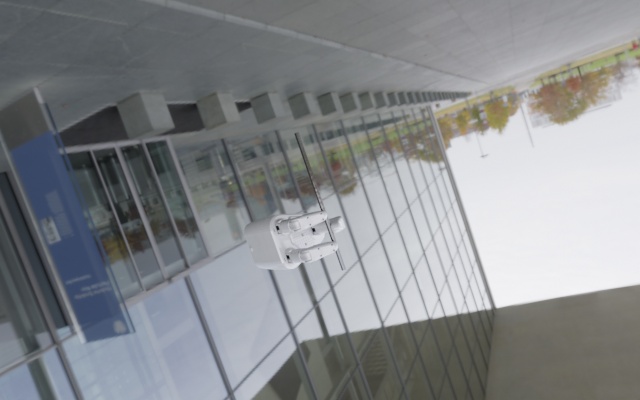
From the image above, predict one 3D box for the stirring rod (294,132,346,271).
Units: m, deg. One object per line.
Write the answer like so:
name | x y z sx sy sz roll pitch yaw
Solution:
stirring rod | 0.000 0.002 0.790 0.011 0.239 0.011 -19 5 2
